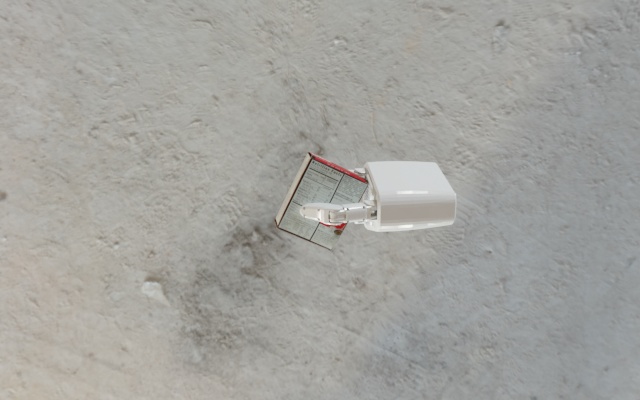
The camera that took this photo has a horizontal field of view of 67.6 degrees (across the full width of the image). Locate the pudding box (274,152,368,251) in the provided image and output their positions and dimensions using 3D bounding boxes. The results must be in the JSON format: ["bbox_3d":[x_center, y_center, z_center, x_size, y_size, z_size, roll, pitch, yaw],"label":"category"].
[{"bbox_3d":[0.000,0.002,0.657,0.090,0.113,0.039,24,11,-14],"label":"pudding box"}]
